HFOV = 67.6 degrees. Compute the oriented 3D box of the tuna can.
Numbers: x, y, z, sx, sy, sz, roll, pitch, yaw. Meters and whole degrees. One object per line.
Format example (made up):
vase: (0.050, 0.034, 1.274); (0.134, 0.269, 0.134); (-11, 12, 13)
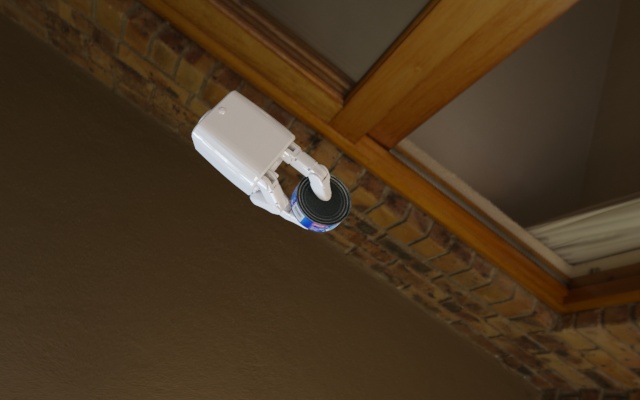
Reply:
tuna can: (0.000, 0.003, 0.704); (0.086, 0.086, 0.034); (0, -23, -22)
